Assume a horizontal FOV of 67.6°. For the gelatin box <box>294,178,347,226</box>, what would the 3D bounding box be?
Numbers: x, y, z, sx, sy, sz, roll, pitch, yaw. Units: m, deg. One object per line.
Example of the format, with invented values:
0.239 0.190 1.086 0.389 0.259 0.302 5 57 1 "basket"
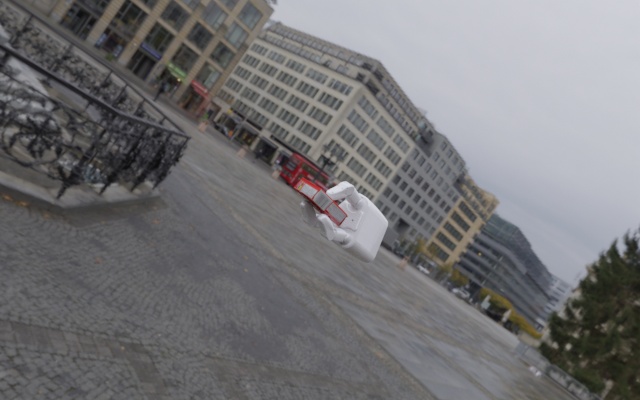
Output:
0.000 0.002 0.890 0.089 0.030 0.073 44 -6 -36 "gelatin box"
